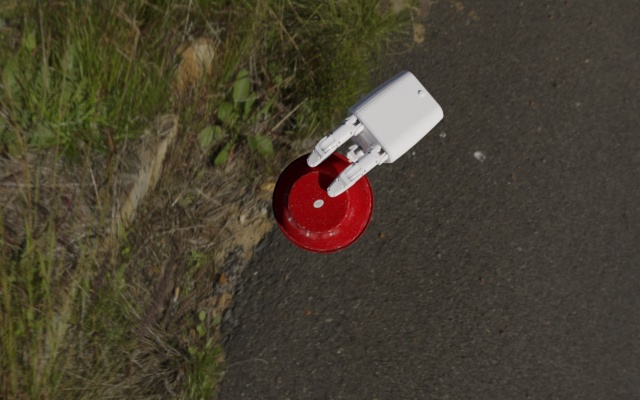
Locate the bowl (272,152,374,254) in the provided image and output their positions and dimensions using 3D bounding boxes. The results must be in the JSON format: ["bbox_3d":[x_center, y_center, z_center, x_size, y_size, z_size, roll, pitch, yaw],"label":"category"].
[{"bbox_3d":[-0.001,0.003,0.728,0.162,0.162,0.055,0,0,7],"label":"bowl"}]
